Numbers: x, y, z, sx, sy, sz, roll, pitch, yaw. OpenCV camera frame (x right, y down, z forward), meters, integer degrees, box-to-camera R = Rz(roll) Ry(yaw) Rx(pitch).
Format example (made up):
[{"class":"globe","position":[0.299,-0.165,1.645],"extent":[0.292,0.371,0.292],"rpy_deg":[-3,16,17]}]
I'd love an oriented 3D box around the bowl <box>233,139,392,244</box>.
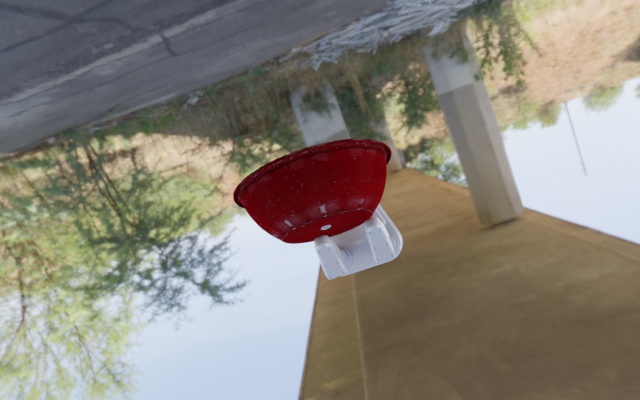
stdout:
[{"class":"bowl","position":[0.000,0.002,0.464],"extent":[0.162,0.055,0.162],"rpy_deg":[-16,-16,-5]}]
